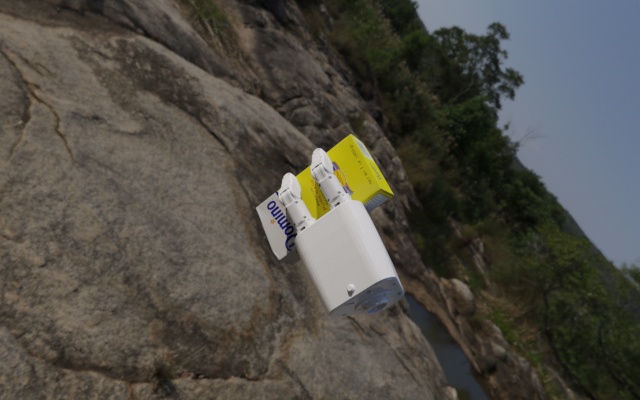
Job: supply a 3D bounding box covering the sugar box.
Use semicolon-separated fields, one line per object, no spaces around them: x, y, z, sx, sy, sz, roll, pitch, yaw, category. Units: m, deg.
0.000;0.002;0.639;0.176;0.093;0.048;-36;-28;19;sugar box
